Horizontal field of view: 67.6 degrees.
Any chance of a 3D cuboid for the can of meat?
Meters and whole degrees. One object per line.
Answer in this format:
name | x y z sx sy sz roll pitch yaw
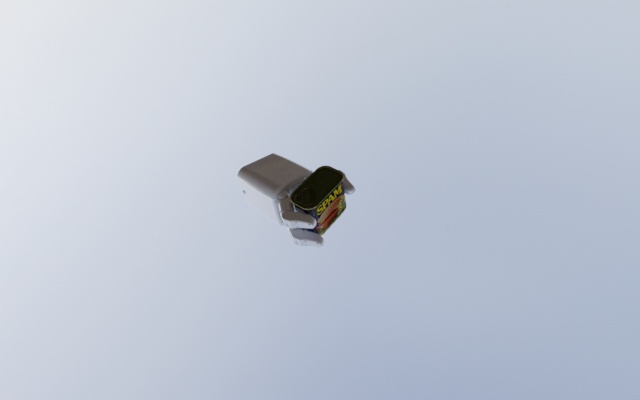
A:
can of meat | 0.000 0.003 0.854 0.057 0.084 0.102 28 59 31
